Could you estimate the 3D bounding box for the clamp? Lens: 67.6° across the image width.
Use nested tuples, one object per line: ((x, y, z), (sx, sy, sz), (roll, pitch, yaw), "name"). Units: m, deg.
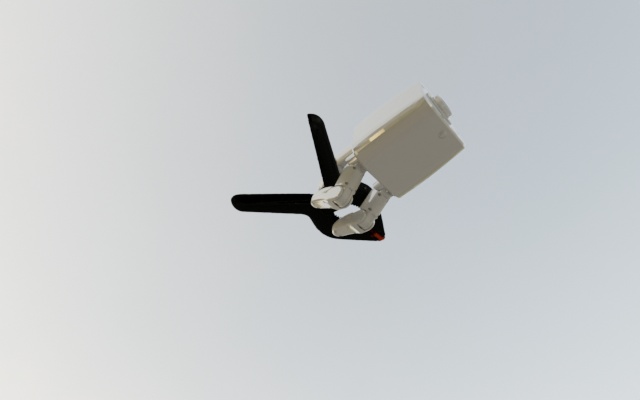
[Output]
((0.001, 0.002, 0.630), (0.164, 0.036, 0.210), (-37, -57, 21), "clamp")
